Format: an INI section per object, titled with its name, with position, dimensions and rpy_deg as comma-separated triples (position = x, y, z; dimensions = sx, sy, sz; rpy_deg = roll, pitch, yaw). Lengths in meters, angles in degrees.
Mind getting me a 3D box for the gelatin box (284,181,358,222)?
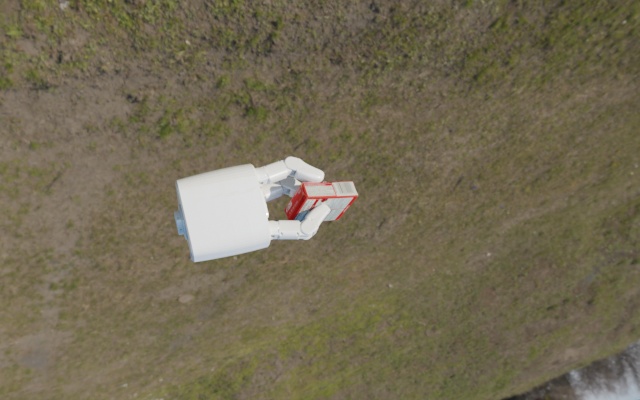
[gelatin box]
position = 0.001, 0.003, 0.712
dimensions = 0.089, 0.030, 0.073
rpy_deg = -3, -31, -28
